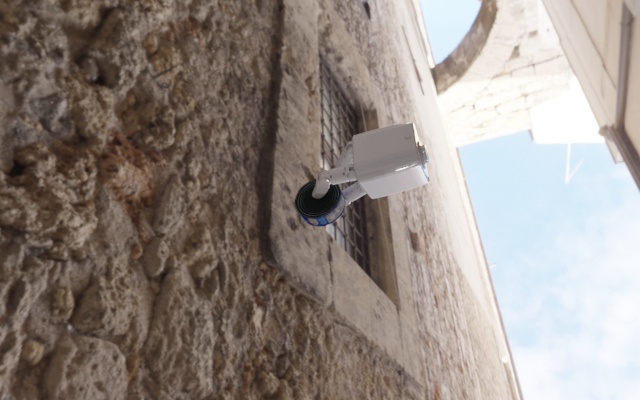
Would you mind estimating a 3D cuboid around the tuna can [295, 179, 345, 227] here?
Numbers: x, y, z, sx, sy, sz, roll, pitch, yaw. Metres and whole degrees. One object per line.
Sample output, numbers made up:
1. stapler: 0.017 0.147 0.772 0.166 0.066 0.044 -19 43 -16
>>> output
1. tuna can: 0.000 0.003 0.847 0.086 0.086 0.034 0 -34 23
